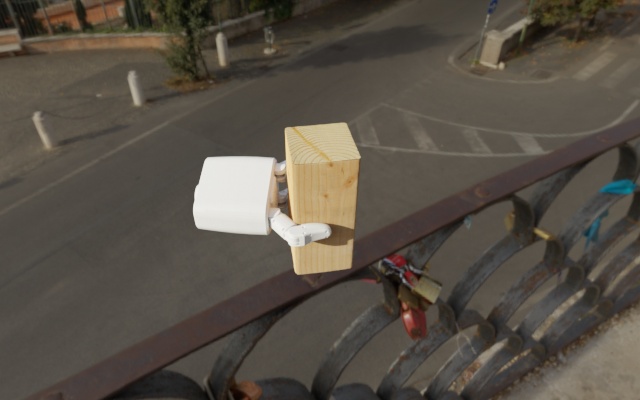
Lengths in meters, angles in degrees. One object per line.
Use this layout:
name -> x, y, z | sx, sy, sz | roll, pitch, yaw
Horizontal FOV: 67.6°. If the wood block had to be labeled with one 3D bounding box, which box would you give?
wood block -> 0.000, 0.002, 0.695 | 0.090, 0.206, 0.090 | -6, 41, -8
